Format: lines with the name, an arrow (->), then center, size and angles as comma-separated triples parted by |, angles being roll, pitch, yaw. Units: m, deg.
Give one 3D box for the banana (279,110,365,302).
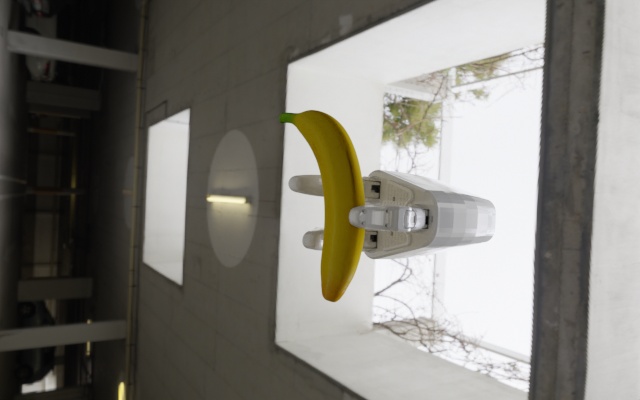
banana -> 0.011, -0.009, 0.446 | 0.037, 0.197, 0.070 | 4, -25, -41
